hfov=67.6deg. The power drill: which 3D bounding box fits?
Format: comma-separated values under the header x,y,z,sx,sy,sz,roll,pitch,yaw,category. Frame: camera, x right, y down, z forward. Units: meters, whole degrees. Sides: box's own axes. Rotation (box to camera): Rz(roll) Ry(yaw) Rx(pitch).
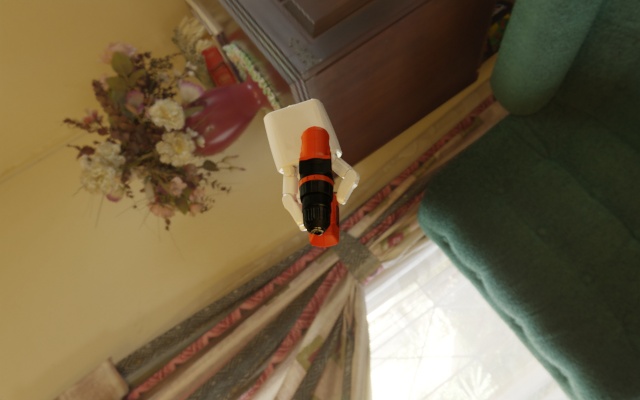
x,y,z,sx,sy,sz,roll,pitch,yaw,category
0.000,0.003,0.773,0.057,0.184,0.188,-1,-31,3,power drill
